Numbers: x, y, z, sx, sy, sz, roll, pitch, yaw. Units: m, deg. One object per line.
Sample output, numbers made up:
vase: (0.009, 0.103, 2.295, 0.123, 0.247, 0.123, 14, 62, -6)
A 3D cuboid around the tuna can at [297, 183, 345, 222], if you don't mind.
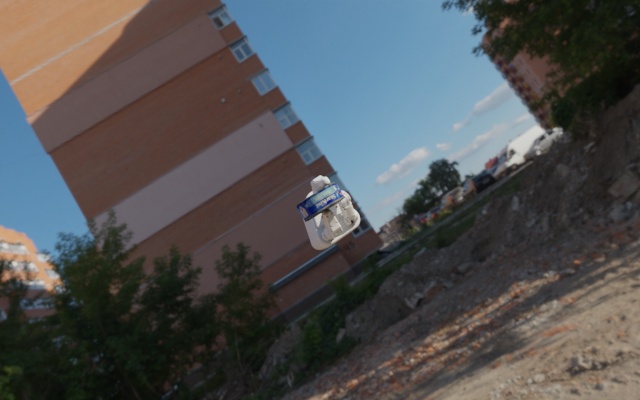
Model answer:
tuna can: (0.000, 0.002, 0.863, 0.086, 0.034, 0.086, -32, -3, -2)
